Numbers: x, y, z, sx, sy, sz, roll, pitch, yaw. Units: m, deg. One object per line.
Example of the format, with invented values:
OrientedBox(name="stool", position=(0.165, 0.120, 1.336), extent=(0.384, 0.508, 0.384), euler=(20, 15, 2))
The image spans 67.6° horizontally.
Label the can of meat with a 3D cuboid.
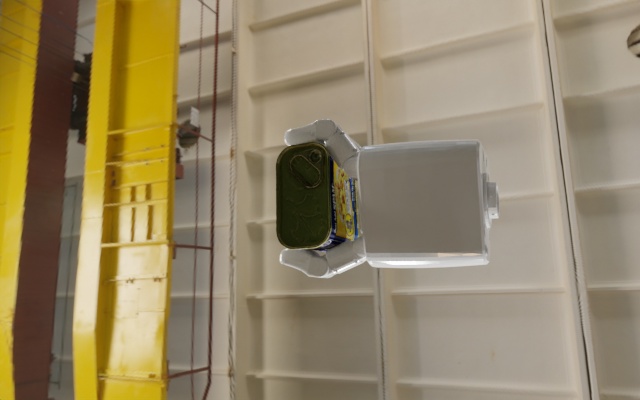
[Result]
OrientedBox(name="can of meat", position=(0.000, 0.002, 0.486), extent=(0.057, 0.102, 0.084), euler=(-7, -12, 24))
